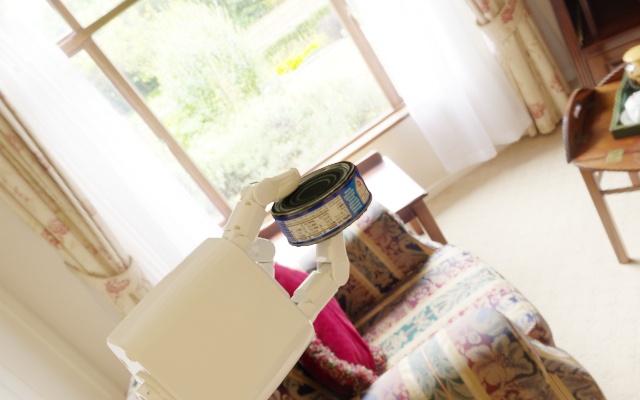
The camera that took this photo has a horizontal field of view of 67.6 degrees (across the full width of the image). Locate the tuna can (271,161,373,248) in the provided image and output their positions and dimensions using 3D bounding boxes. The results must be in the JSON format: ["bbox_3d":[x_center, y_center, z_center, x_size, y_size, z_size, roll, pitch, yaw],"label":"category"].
[{"bbox_3d":[0.000,0.001,0.415,0.086,0.034,0.086,-27,19,10],"label":"tuna can"}]
